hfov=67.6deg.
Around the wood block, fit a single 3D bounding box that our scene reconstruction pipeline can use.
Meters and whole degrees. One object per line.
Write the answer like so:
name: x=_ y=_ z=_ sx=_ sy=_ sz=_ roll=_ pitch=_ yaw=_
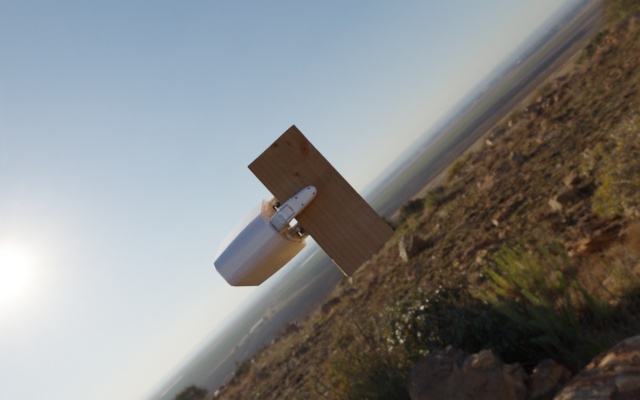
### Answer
wood block: x=0.000 y=0.002 z=0.695 sx=0.090 sy=0.206 sz=0.091 roll=-43 pitch=-2 yaw=-4
